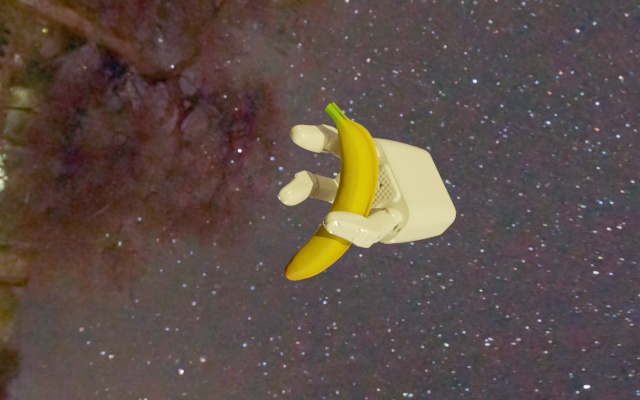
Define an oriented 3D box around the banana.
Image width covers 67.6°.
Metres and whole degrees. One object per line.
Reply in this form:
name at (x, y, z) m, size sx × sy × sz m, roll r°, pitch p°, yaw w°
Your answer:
banana at (0.016, 0.006, 0.484) m, size 0.069 × 0.198 × 0.037 m, roll 25°, pitch 22°, yaw 25°
